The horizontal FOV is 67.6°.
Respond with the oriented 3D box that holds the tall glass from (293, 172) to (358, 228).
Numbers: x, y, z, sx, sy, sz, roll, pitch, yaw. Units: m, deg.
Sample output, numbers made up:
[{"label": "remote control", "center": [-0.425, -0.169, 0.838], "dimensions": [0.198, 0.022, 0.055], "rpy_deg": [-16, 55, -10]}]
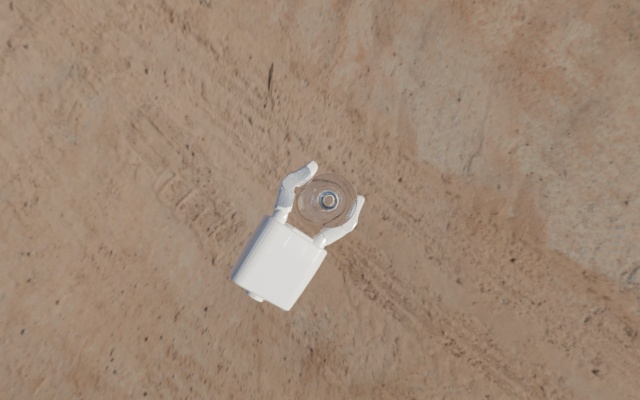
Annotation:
[{"label": "tall glass", "center": [0.000, 0.002, 0.731], "dimensions": [0.079, 0.079, 0.201], "rpy_deg": [0, -1, -7]}]
